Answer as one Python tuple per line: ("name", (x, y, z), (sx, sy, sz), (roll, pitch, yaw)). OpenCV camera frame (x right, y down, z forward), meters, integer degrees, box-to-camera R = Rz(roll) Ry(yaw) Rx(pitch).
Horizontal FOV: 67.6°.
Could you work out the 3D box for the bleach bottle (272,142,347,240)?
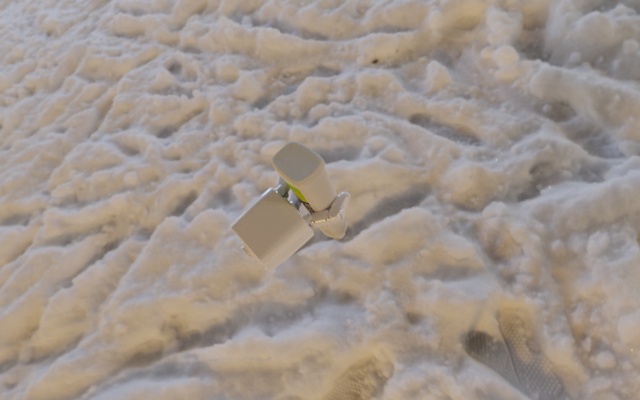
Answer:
("bleach bottle", (0.000, 0.003, 0.889), (0.102, 0.068, 0.251), (39, -13, 39))
